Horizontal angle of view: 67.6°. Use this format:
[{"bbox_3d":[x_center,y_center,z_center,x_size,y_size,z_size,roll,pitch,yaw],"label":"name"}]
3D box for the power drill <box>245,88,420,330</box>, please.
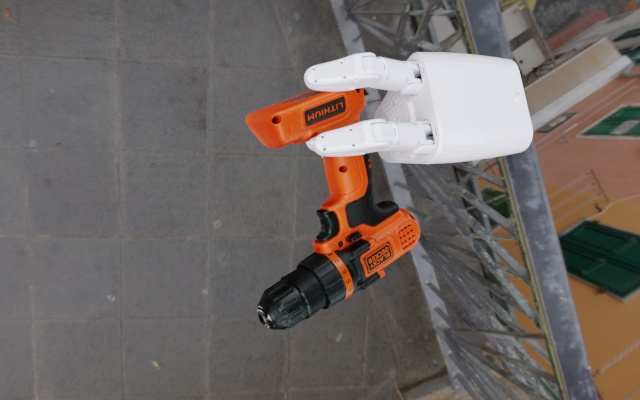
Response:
[{"bbox_3d":[0.000,0.001,0.428,0.184,0.188,0.057,-29,23,-30],"label":"power drill"}]
